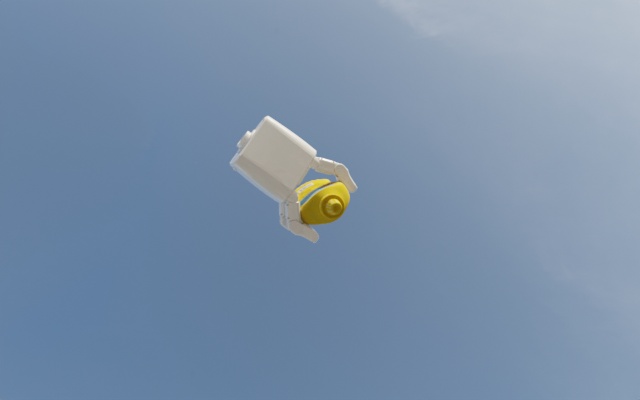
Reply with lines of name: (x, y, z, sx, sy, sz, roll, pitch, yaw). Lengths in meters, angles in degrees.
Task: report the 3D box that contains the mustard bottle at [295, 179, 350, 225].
mustard bottle: (0.000, 0.003, 0.841, 0.096, 0.058, 0.191, -31, 12, -11)
